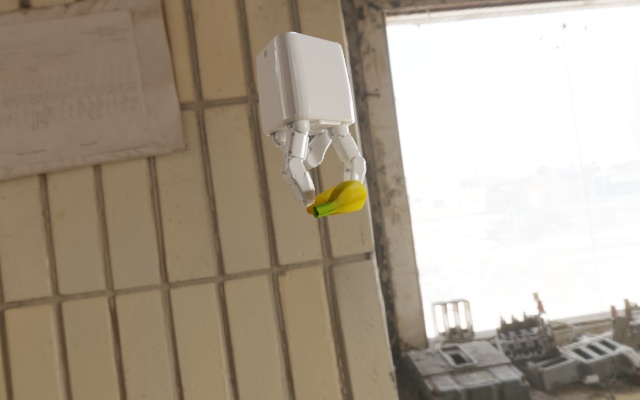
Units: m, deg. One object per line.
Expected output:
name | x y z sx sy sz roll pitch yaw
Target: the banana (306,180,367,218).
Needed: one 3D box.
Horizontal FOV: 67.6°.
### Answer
banana | 0.019 -0.001 0.580 0.069 0.037 0.198 -9 -2 -3
